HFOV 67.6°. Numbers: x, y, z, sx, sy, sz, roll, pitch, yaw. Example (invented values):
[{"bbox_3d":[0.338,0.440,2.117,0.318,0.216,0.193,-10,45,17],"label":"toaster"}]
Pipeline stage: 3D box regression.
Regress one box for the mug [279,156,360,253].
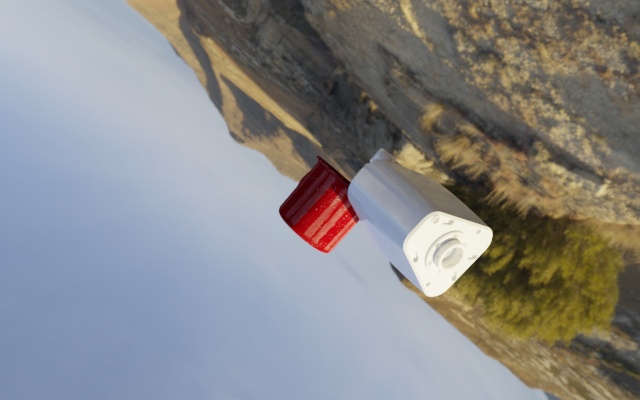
[{"bbox_3d":[-0.001,0.001,0.575,0.093,0.081,0.117,36,8,-39],"label":"mug"}]
